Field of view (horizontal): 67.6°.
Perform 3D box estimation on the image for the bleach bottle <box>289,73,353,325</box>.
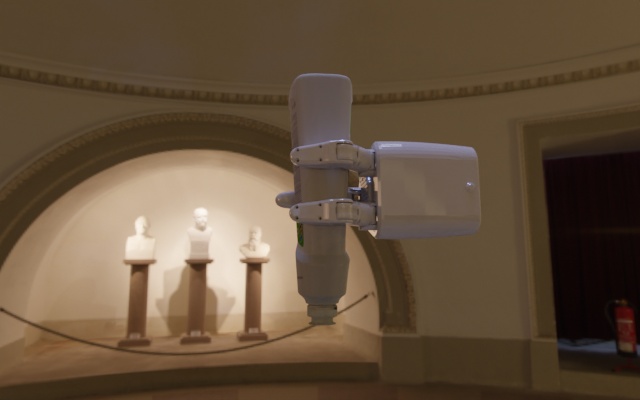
[{"bbox_3d":[0.000,0.002,0.507,0.068,0.251,0.102,0,-8,-6],"label":"bleach bottle"}]
